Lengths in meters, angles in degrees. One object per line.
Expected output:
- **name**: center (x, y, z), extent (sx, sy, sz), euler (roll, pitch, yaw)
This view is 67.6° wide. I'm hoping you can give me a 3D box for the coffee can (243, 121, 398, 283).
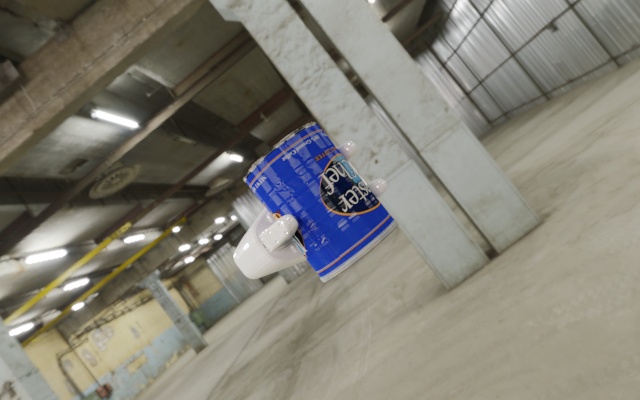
- **coffee can**: center (0.000, 0.002, 0.516), extent (0.103, 0.140, 0.103), euler (-38, -2, -2)
